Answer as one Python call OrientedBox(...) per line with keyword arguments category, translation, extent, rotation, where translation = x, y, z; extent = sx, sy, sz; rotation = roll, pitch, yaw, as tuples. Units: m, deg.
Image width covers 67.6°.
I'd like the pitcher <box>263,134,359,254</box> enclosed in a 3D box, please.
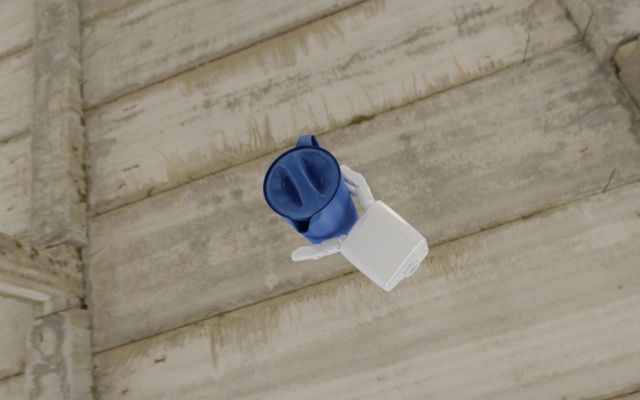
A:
OrientedBox(category="pitcher", translation=(0.000, 0.003, 0.876), extent=(0.145, 0.149, 0.243), rotation=(39, -8, 27))
